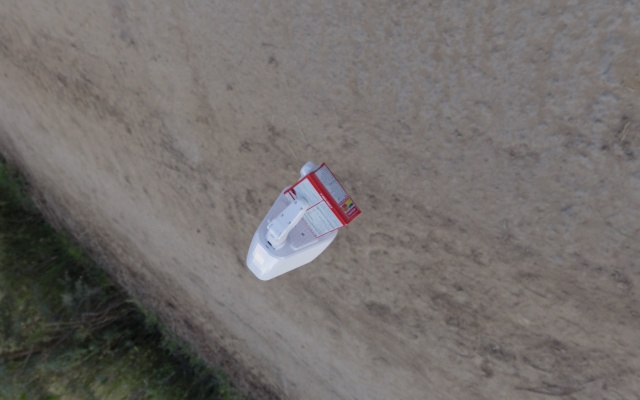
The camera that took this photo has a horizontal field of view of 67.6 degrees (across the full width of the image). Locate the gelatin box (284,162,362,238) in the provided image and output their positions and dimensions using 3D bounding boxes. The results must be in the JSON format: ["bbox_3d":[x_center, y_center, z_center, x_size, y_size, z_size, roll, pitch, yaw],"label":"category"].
[{"bbox_3d":[0.000,0.002,0.576,0.030,0.073,0.089,-39,4,-27],"label":"gelatin box"}]
